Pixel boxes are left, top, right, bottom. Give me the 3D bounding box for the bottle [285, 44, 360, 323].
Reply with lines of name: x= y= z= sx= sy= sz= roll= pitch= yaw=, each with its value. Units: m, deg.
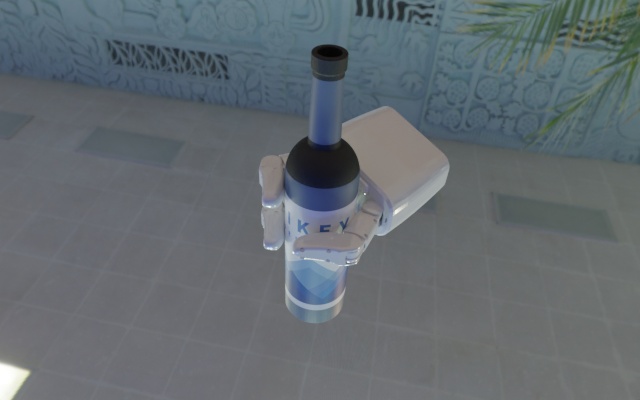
bottle: x=0.000 y=0.002 z=0.446 sx=0.069 sy=0.296 sz=0.069 roll=2 pitch=41 yaw=-2
